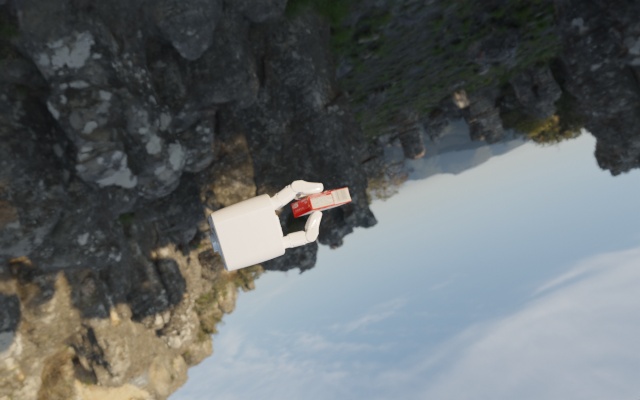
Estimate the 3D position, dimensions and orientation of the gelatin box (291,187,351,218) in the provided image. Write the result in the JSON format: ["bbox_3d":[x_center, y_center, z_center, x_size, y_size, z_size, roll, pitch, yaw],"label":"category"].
[{"bbox_3d":[0.001,0.003,0.889,0.089,0.030,0.073,-13,-5,-30],"label":"gelatin box"}]
